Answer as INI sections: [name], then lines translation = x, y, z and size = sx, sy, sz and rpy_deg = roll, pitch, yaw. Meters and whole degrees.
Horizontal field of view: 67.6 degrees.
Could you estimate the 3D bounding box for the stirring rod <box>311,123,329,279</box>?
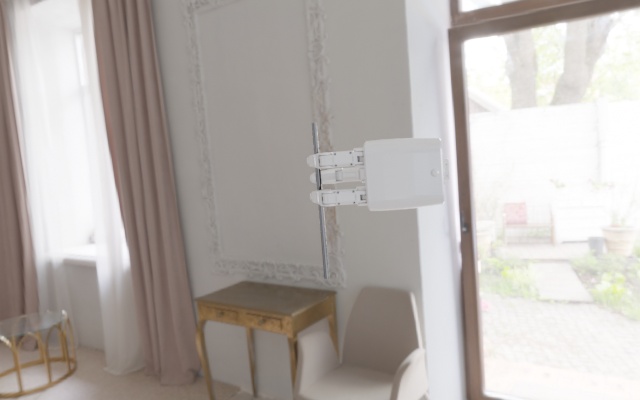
[stirring rod]
translation = 0.000, 0.002, 0.732
size = 0.011, 0.239, 0.011
rpy_deg = -5, 6, 1
